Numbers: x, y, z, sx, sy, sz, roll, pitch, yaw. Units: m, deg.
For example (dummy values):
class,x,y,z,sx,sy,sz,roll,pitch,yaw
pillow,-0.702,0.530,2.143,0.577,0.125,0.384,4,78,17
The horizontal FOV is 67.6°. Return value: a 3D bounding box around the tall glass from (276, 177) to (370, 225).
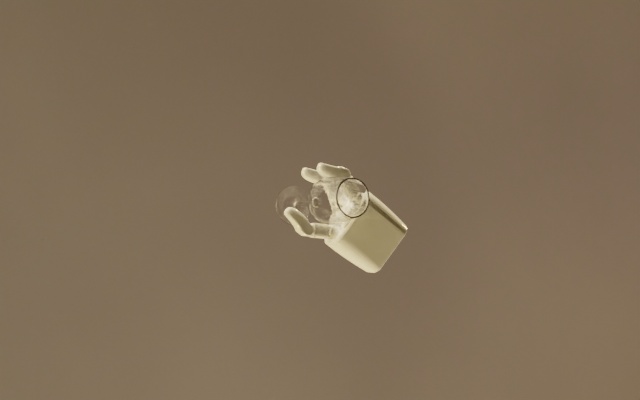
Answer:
class,x,y,z,sx,sy,sz,roll,pitch,yaw
tall glass,0.000,0.003,0.811,0.079,0.079,0.201,0,-4,-30
